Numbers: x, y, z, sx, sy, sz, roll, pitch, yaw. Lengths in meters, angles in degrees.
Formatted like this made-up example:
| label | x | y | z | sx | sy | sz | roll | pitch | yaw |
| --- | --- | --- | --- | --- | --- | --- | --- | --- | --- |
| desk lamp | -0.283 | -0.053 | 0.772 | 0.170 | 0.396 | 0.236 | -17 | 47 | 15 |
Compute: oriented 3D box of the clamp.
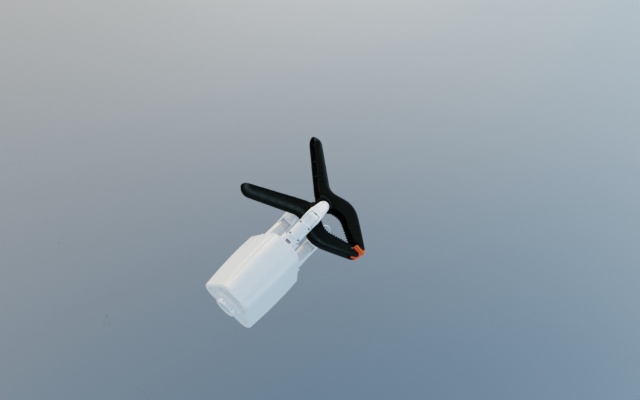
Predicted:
| label | x | y | z | sx | sy | sz | roll | pitch | yaw |
| --- | --- | --- | --- | --- | --- | --- | --- | --- | --- |
| clamp | 0.001 | 0.003 | 0.760 | 0.164 | 0.210 | 0.036 | -45 | -2 | -28 |
